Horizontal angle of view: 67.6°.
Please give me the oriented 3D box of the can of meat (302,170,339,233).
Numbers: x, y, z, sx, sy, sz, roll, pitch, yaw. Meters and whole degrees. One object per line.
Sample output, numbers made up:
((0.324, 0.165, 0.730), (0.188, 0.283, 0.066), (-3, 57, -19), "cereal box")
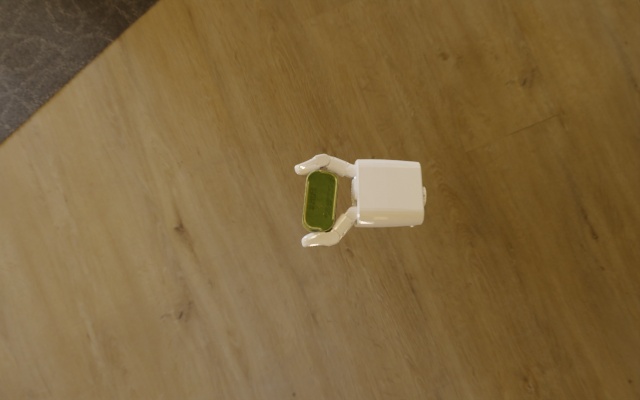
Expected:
((0.000, 0.002, 0.787), (0.057, 0.102, 0.084), (5, -4, 0), "can of meat")
